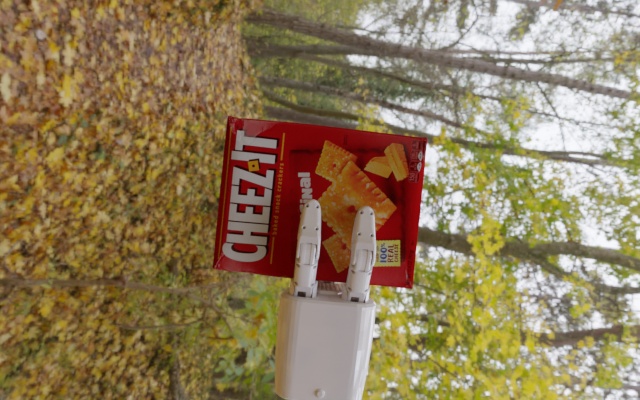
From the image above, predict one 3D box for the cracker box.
[{"bbox_3d":[0.000,0.002,0.522,0.214,0.164,0.072,6,3,-3],"label":"cracker box"}]
